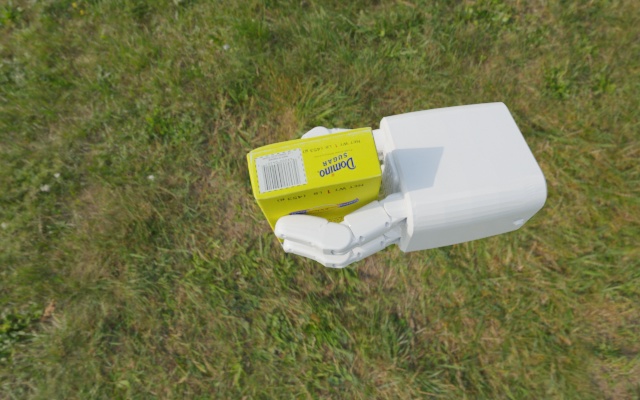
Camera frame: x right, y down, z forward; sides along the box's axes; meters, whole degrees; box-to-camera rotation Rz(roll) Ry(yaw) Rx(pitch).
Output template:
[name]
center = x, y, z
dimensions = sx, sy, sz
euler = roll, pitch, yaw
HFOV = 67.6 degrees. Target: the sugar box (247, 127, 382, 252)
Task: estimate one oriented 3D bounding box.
[sugar box]
center = 0.000, 0.002, 0.417
dimensions = 0.093, 0.048, 0.176
euler = -10, -21, 0
